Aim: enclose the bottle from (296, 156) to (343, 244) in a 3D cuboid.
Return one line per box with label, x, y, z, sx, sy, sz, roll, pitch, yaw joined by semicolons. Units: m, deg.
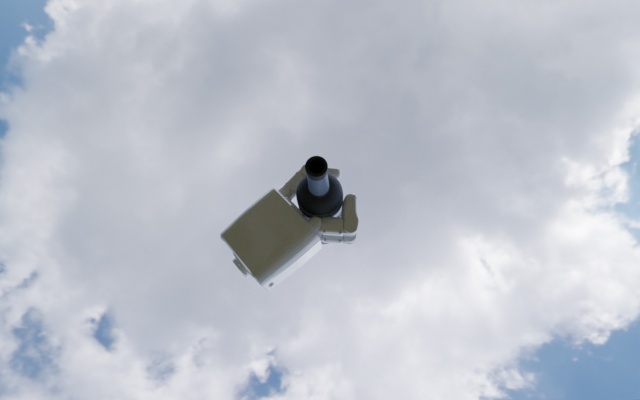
bottle;0.000;0.002;0.706;0.069;0.069;0.296;0;-17;2
